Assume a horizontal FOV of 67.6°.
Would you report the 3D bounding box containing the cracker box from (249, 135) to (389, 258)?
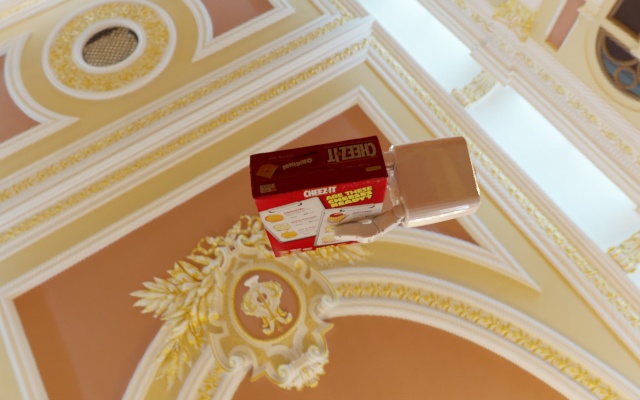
[{"bbox_3d":[0.000,0.002,0.666,0.164,0.072,0.214,-10,-26,-2],"label":"cracker box"}]
